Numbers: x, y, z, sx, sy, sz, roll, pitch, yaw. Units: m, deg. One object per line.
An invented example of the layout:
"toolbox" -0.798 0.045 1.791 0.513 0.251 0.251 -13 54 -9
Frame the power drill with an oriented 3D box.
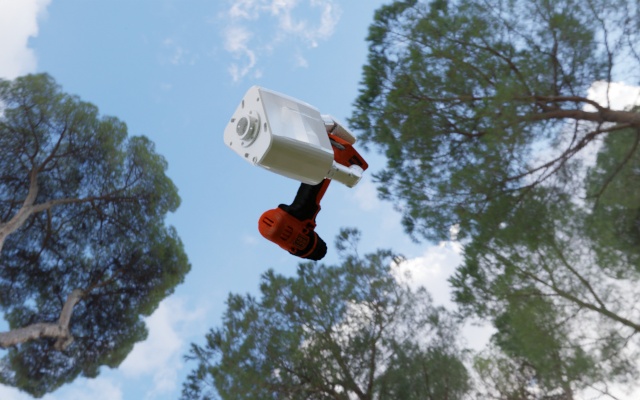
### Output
"power drill" 0.000 0.002 0.743 0.057 0.187 0.184 29 -5 29
